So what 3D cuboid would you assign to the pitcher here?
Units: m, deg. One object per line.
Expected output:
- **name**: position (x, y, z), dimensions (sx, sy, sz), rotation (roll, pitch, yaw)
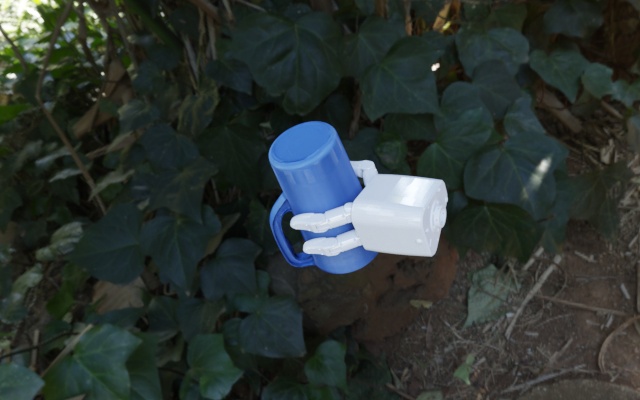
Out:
- **pitcher**: position (0.000, 0.002, 0.771), dimensions (0.145, 0.149, 0.243), rotation (5, -41, 31)
